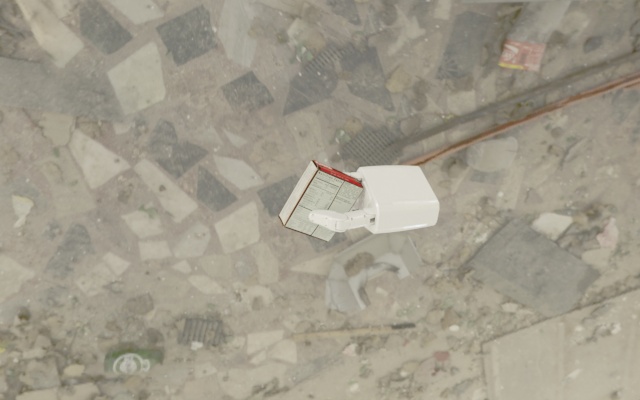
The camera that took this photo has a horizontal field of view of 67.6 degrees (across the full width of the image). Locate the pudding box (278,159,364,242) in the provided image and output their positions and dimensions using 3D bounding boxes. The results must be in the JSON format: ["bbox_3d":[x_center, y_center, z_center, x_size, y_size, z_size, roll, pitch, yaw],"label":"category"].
[{"bbox_3d":[0.000,0.003,0.745,0.090,0.113,0.039,22,19,-28],"label":"pudding box"}]
